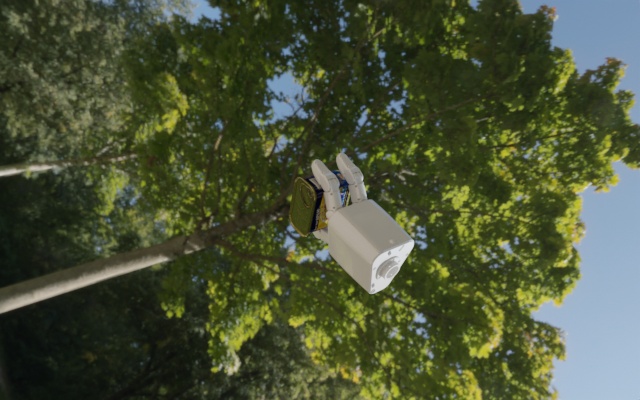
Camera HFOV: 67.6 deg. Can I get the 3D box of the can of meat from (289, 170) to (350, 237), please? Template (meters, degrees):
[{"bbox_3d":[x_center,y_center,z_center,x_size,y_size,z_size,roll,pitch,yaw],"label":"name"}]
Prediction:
[{"bbox_3d":[0.000,0.003,0.812,0.084,0.102,0.057,-16,43,-35],"label":"can of meat"}]
